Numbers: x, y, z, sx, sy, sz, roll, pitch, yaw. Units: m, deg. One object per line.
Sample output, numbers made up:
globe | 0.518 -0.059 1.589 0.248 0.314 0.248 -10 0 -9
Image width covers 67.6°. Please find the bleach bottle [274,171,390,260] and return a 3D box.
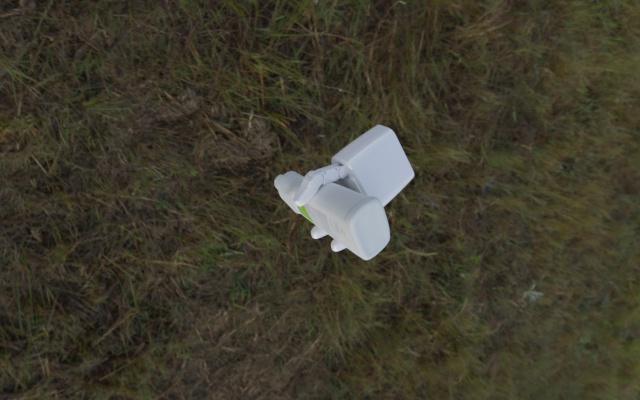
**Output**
bleach bottle | 0.000 0.003 0.785 0.068 0.103 0.250 -39 41 -20
